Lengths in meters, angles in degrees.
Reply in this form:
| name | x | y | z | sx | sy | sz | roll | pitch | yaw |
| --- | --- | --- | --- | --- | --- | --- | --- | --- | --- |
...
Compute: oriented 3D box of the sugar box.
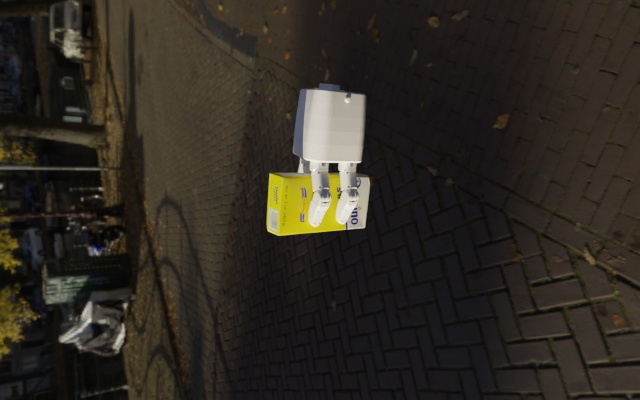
| name | x | y | z | sx | sy | sz | roll | pitch | yaw |
| --- | --- | --- | --- | --- | --- | --- | --- | --- | --- |
| sugar box | 0.000 | 0.003 | 0.772 | 0.176 | 0.093 | 0.048 | -3 | 13 | -34 |
